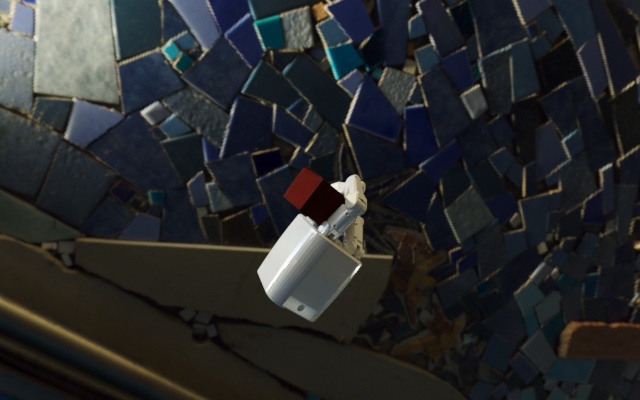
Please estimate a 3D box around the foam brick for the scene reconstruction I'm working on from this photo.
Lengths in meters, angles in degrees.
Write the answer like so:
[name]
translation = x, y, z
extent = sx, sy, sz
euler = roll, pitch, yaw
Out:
[foam brick]
translation = 0.000, 0.002, 0.635
extent = 0.078, 0.051, 0.053
euler = 39, 0, -36
